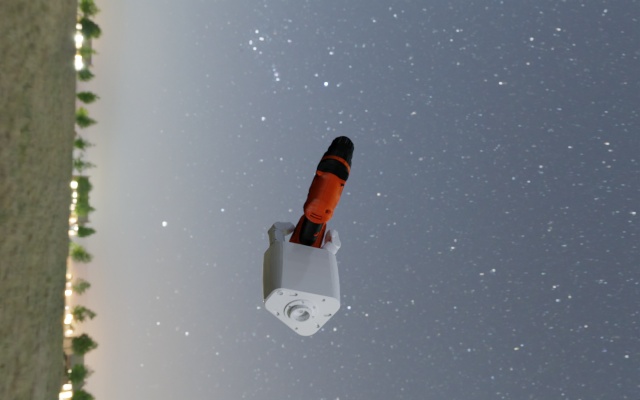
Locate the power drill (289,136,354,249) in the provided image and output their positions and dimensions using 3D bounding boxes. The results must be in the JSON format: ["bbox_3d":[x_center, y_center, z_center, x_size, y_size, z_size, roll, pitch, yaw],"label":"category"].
[{"bbox_3d":[0.000,0.003,0.803,0.057,0.184,0.188,21,-43,2],"label":"power drill"}]
